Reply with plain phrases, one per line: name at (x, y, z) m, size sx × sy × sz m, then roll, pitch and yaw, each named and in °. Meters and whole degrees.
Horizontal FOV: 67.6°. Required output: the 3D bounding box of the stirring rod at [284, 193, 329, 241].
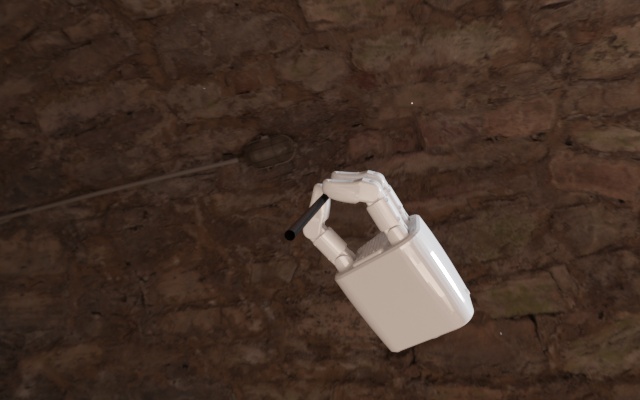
stirring rod at (0.000, 0.002, 0.459) m, size 0.011 × 0.011 × 0.239 m, roll 0°, pitch 11°, yaw 11°
